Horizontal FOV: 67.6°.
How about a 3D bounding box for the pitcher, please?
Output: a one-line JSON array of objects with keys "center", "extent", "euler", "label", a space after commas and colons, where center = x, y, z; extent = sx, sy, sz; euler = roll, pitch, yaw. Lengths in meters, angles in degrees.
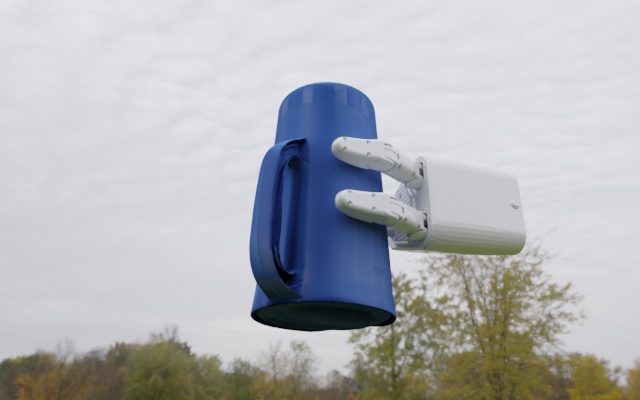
[{"center": [0.000, 0.002, 0.476], "extent": [0.145, 0.242, 0.149], "euler": [7, -26, -13], "label": "pitcher"}]
